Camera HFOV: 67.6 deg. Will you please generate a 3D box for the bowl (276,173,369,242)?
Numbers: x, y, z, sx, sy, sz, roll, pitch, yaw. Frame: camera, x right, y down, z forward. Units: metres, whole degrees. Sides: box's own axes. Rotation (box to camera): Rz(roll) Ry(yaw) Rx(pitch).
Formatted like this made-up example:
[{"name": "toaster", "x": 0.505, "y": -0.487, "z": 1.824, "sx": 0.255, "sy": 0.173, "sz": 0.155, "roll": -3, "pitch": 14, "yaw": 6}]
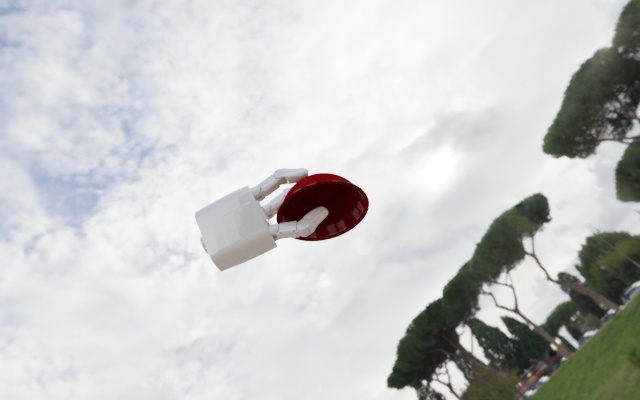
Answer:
[{"name": "bowl", "x": 0.001, "y": 0.002, "z": 0.827, "sx": 0.162, "sy": 0.055, "sz": 0.162, "roll": -8, "pitch": -39, "yaw": -7}]
